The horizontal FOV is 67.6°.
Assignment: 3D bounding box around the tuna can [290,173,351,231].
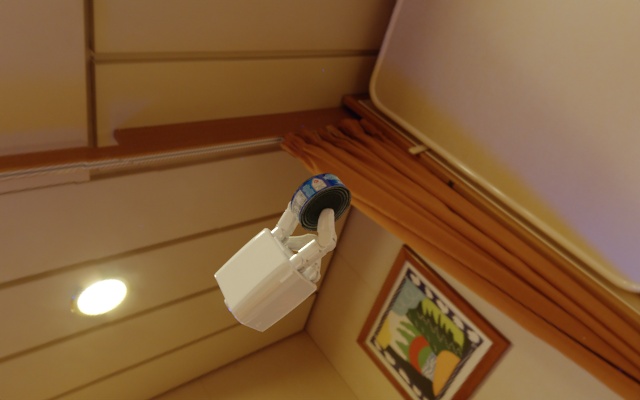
[{"bbox_3d":[0.000,0.002,0.692,0.086,0.086,0.033,0,41,-42],"label":"tuna can"}]
